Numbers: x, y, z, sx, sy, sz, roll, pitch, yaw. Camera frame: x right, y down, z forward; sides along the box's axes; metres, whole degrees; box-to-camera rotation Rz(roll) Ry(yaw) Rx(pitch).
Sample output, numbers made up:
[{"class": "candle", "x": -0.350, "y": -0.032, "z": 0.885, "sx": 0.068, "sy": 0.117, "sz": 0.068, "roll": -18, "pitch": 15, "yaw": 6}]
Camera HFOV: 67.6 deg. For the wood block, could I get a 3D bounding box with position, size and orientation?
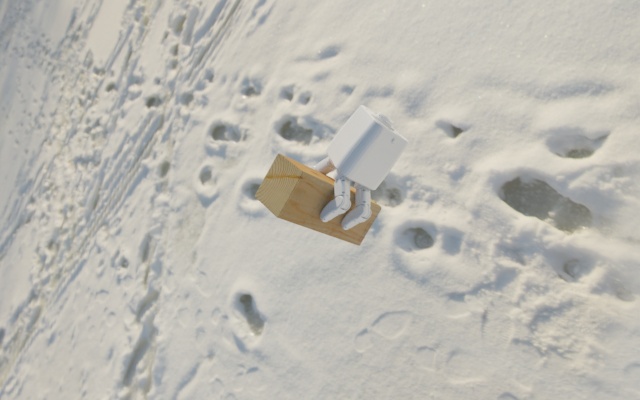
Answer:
[{"class": "wood block", "x": 0.000, "y": 0.002, "z": 0.865, "sx": 0.206, "sy": 0.090, "sz": 0.090, "roll": 23, "pitch": 11, "yaw": -41}]
